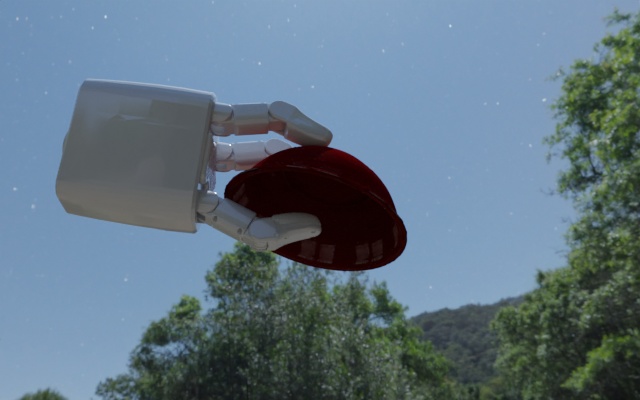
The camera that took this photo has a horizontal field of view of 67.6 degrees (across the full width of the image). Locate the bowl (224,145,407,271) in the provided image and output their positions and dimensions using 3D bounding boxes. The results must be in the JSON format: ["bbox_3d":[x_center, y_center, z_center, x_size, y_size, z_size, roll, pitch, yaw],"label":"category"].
[{"bbox_3d":[0.001,0.002,0.424,0.162,0.055,0.162,12,-33,8],"label":"bowl"}]
